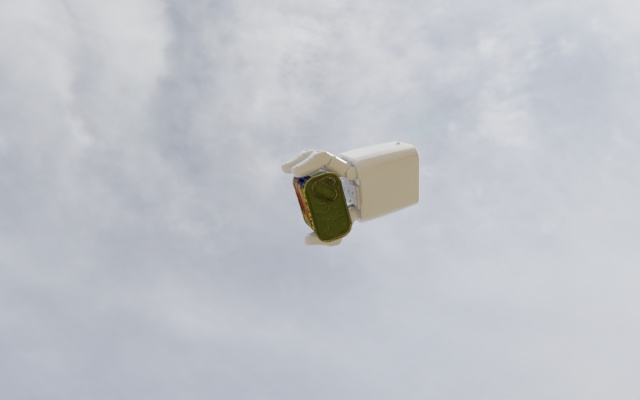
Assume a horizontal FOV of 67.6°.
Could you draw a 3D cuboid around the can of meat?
[{"bbox_3d":[0.000,0.002,0.730,0.057,0.102,0.084,-19,17,-13],"label":"can of meat"}]
